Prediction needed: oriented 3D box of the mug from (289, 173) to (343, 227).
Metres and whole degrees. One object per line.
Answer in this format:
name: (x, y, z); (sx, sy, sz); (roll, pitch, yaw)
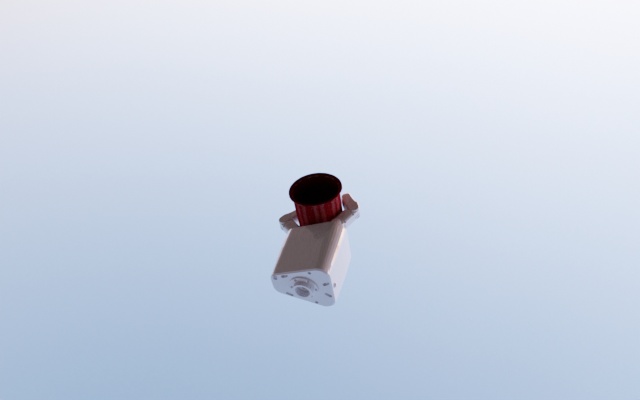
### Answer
mug: (0.000, 0.002, 0.850); (0.093, 0.082, 0.117); (4, 41, 18)
